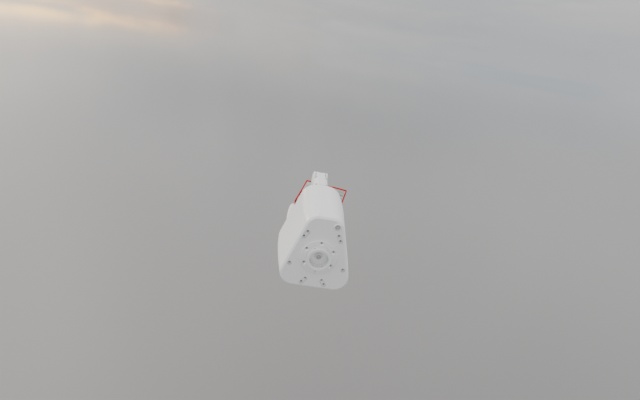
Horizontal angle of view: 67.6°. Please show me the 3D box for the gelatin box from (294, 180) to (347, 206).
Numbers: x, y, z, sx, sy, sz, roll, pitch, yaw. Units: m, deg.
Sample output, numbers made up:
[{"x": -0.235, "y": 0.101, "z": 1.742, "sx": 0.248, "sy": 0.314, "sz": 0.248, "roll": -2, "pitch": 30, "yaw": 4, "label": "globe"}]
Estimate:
[{"x": 0.000, "y": 0.002, "z": 0.788, "sx": 0.073, "sy": 0.030, "sz": 0.089, "roll": 14, "pitch": 26, "yaw": 5, "label": "gelatin box"}]
